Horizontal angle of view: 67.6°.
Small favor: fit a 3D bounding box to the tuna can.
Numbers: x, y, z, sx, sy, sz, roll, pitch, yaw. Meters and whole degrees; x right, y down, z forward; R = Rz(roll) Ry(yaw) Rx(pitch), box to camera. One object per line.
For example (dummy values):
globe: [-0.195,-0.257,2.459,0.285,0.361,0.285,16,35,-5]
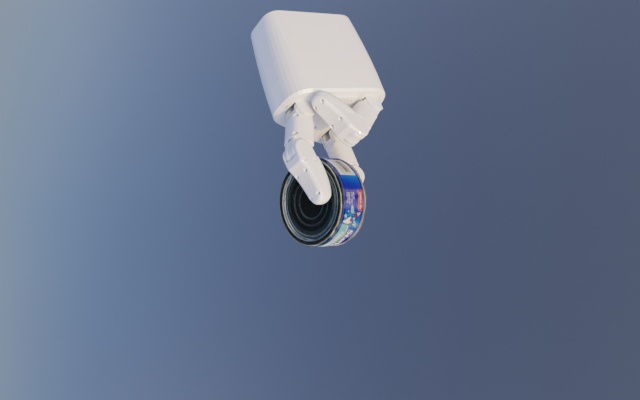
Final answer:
tuna can: [0.000,0.002,0.454,0.086,0.086,0.034,0,0,44]
